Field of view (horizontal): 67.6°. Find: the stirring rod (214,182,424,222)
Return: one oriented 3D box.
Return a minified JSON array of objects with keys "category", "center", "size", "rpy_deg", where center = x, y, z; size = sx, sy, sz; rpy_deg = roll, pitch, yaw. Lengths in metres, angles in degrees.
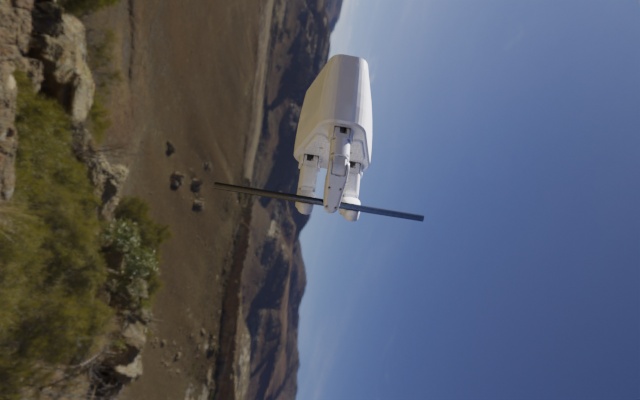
[{"category":"stirring rod","center":[0.000,0.002,0.542],"size":[0.239,0.011,0.011],"rpy_deg":[9,-1,-5]}]
